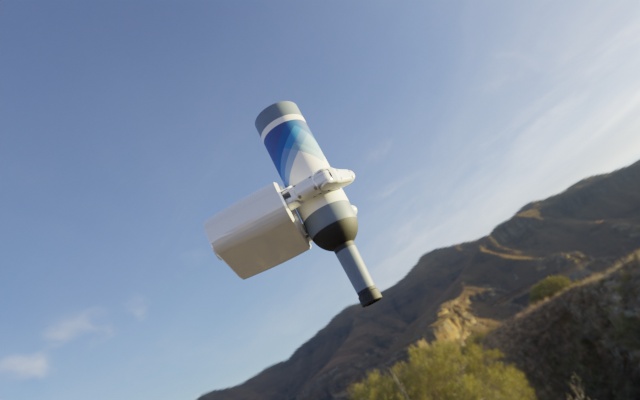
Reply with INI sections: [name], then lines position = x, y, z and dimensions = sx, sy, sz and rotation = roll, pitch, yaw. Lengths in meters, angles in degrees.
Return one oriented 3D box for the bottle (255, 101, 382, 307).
[bottle]
position = 0.000, 0.002, 0.633
dimensions = 0.069, 0.295, 0.069
rotation = -24, -21, -10
